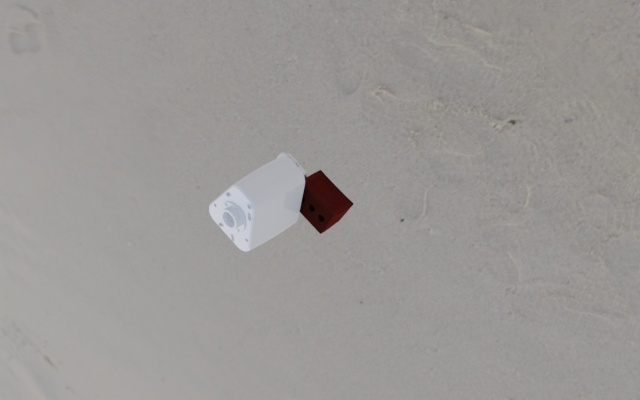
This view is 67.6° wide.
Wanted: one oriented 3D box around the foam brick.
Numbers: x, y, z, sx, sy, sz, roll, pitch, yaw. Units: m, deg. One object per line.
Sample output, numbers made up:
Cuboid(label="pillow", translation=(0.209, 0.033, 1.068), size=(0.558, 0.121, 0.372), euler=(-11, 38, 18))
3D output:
Cuboid(label="foam brick", translation=(0.000, 0.003, 0.748), size=(0.051, 0.078, 0.053), euler=(-33, -16, -44))
